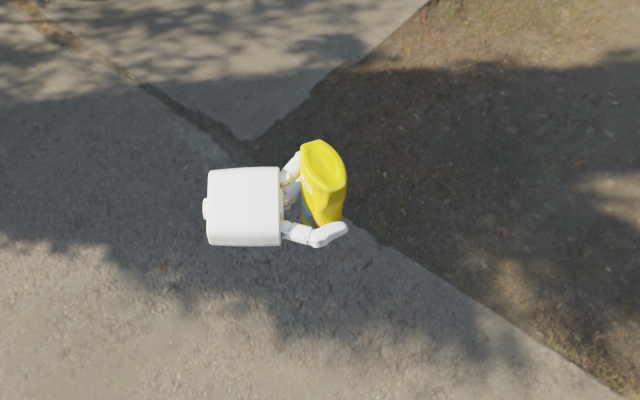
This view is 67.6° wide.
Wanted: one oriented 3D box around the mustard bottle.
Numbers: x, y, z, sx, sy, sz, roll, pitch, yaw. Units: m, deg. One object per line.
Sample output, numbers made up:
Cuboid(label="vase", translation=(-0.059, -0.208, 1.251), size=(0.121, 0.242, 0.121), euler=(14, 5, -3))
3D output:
Cuboid(label="mustard bottle", translation=(0.000, 0.002, 0.743), size=(0.058, 0.096, 0.192), euler=(-20, -32, -16))
